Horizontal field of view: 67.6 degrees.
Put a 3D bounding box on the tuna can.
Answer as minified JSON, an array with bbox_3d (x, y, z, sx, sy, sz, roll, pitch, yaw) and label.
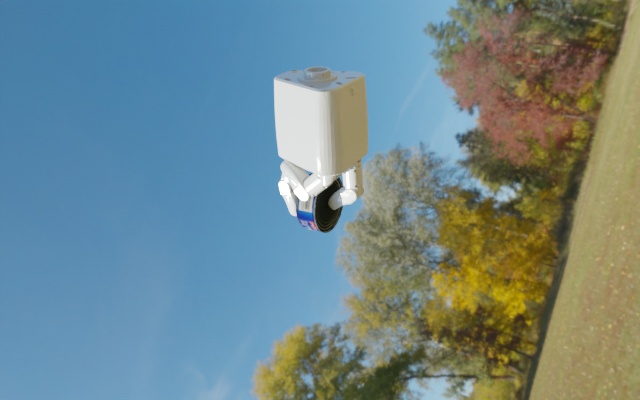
[{"bbox_3d":[0.000,0.002,0.695,0.034,0.086,0.086,10,5,29],"label":"tuna can"}]
